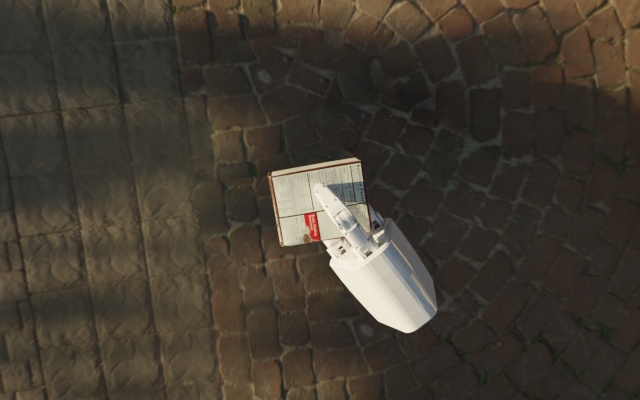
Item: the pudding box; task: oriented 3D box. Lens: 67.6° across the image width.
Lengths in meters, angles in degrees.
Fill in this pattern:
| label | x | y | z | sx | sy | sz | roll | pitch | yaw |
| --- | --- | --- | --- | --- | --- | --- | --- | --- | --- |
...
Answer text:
| label | x | y | z | sx | sy | sz | roll | pitch | yaw |
| --- | --- | --- | --- | --- | --- | --- | --- | --- | --- |
| pudding box | 0.000 | 0.002 | 0.572 | 0.113 | 0.090 | 0.039 | -10 | 10 | -5 |
